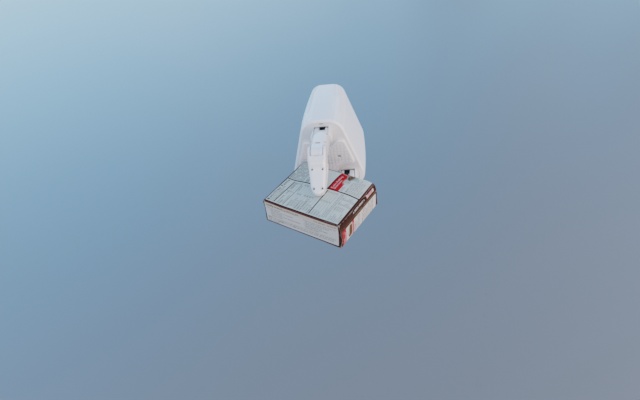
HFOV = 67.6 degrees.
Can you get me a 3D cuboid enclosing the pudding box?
[{"bbox_3d":[0.000,0.002,0.590,0.113,0.039,0.090,17,47,30],"label":"pudding box"}]
